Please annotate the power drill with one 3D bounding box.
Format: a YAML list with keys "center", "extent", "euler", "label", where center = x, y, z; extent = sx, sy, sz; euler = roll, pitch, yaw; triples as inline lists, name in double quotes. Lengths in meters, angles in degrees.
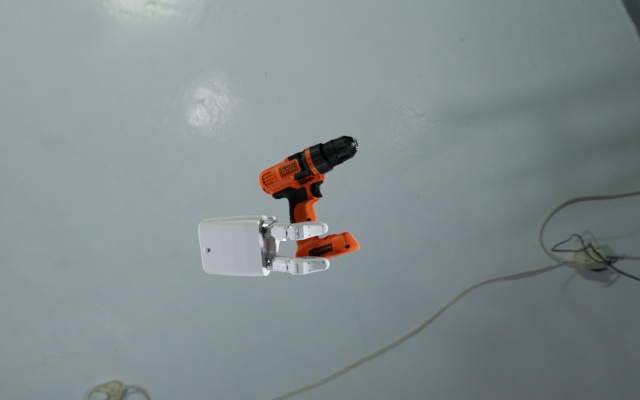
- center: [0.000, 0.003, 0.790]
  extent: [0.184, 0.187, 0.057]
  euler: [-23, -13, 22]
  label: "power drill"
